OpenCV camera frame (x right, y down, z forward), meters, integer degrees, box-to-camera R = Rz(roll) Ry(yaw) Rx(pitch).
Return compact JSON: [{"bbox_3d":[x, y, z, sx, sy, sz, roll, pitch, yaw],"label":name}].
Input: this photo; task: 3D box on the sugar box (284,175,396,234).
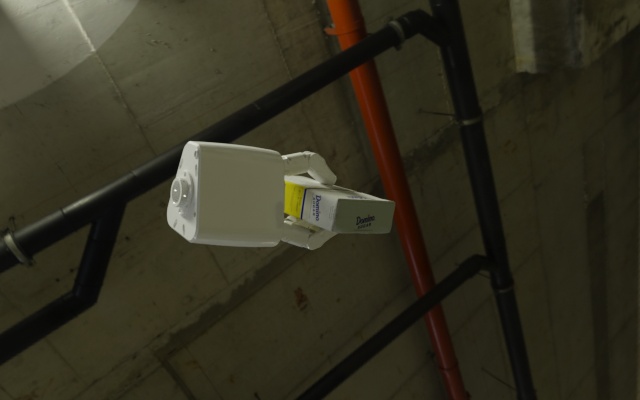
[{"bbox_3d":[0.000,0.003,0.612,0.093,0.048,0.176,3,12,-37],"label":"sugar box"}]
